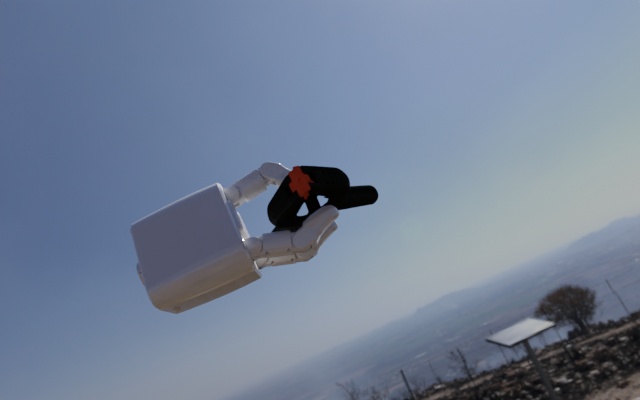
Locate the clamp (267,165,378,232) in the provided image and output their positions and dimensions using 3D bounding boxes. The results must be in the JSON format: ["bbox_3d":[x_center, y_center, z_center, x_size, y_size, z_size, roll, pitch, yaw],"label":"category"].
[{"bbox_3d":[-0.001,0.001,0.542,0.164,0.036,0.210,-27,-15,-8],"label":"clamp"}]
